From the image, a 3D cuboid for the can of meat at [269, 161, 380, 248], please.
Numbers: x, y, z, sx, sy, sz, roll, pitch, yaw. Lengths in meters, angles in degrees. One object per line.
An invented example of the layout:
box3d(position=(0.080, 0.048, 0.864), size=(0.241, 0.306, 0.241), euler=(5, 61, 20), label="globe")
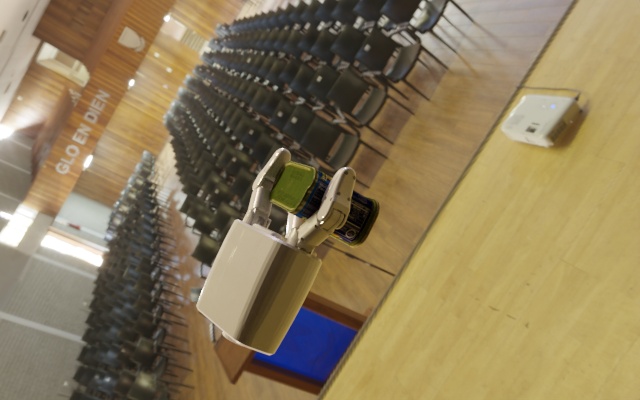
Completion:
box3d(position=(0.000, 0.002, 0.516), size=(0.084, 0.057, 0.102), euler=(28, -3, -26), label="can of meat")
